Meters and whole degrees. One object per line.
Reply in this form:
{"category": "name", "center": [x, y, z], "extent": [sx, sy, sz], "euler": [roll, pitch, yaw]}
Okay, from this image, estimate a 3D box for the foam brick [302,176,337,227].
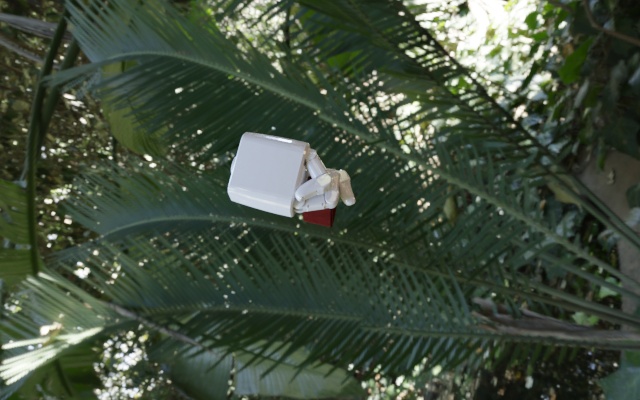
{"category": "foam brick", "center": [0.000, 0.003, 0.795], "extent": [0.051, 0.053, 0.078], "euler": [10, -24, 6]}
